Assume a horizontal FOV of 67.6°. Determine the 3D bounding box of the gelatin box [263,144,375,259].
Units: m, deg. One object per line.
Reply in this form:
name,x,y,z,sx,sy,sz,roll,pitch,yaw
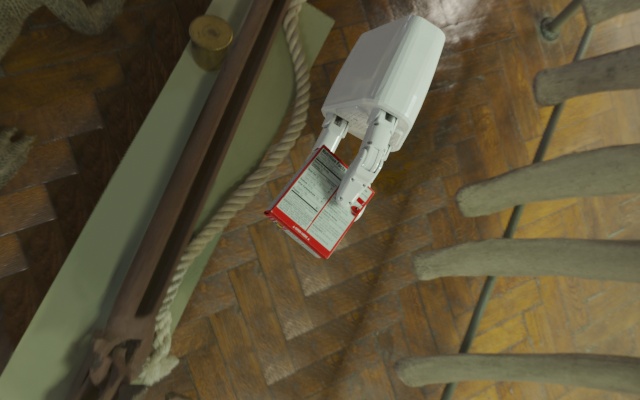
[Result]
gelatin box,0.000,0.002,0.473,0.073,0.089,0.030,41,-18,-13
